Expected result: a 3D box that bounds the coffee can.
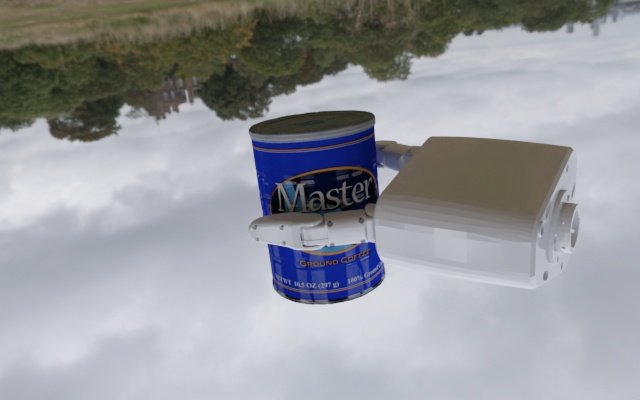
[{"bbox_3d":[0.000,0.001,0.407,0.103,0.140,0.102,-6,18,2],"label":"coffee can"}]
